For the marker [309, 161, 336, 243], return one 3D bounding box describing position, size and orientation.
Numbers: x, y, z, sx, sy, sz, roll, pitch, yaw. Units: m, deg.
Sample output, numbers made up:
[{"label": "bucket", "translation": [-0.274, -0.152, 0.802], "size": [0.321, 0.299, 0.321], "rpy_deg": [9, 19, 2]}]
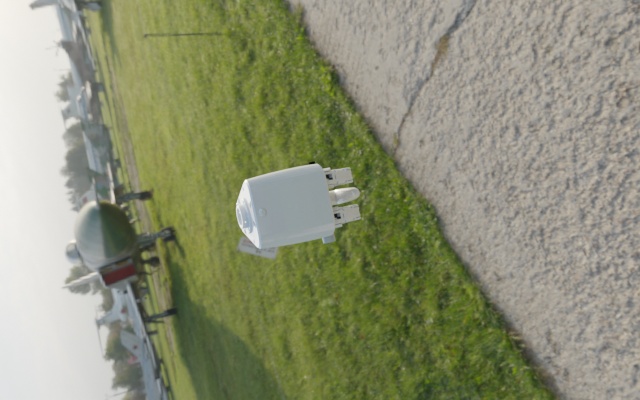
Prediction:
[{"label": "marker", "translation": [0.000, 0.002, 0.701], "size": [0.020, 0.121, 0.020], "rpy_deg": [-12, -1, 0]}]
